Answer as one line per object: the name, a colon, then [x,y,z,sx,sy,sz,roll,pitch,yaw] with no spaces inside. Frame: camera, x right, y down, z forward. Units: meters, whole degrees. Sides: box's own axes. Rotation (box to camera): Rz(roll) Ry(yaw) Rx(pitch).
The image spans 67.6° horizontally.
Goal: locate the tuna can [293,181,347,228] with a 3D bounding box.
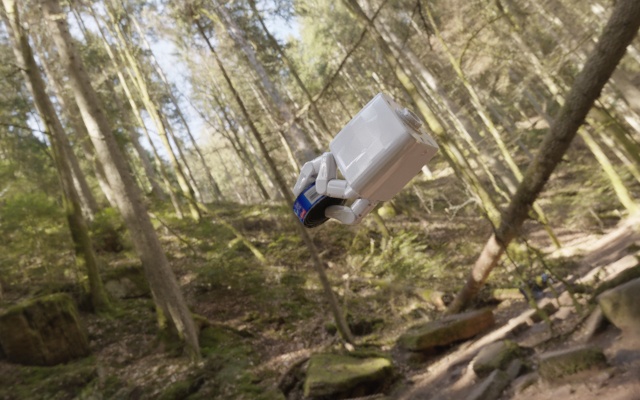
tuna can: [0.000,0.002,0.742,0.086,0.033,0.086,-32,-23,-16]
